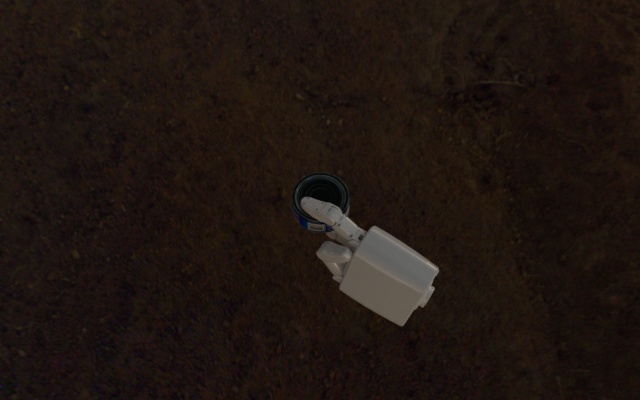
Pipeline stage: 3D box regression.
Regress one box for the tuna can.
[{"bbox_3d":[0.000,0.002,0.693,0.086,0.086,0.034,0,-30,0],"label":"tuna can"}]
